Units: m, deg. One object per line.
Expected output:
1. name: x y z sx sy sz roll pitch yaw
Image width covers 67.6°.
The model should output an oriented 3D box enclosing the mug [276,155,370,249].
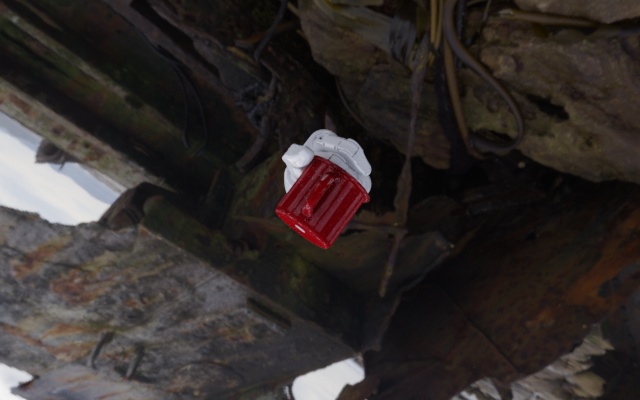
1. mug: 0.000 0.002 0.572 0.093 0.081 0.117 35 -12 6
